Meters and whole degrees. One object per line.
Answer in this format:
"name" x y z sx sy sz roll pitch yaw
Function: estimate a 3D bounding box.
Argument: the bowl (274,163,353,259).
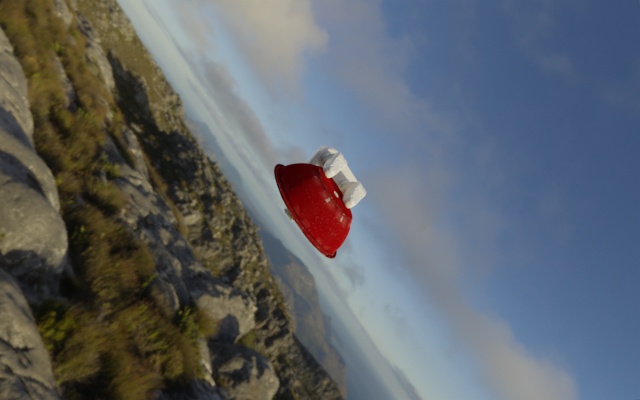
"bowl" 0.001 0.003 0.698 0.055 0.162 0.162 -31 -8 12
